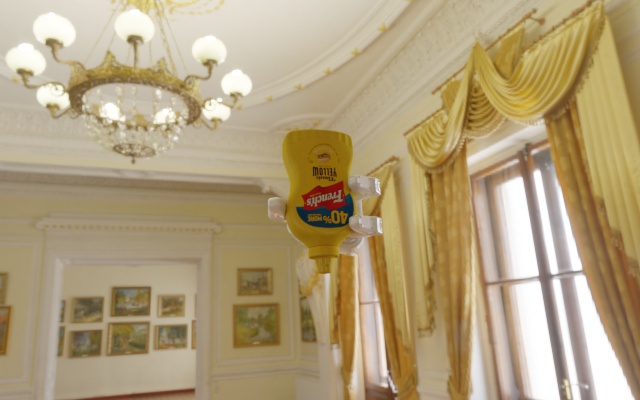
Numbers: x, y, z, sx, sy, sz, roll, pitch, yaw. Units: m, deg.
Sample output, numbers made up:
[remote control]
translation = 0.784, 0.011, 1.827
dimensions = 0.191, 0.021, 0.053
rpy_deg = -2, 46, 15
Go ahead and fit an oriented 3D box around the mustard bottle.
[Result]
[mustard bottle]
translation = 0.000, 0.002, 0.642
dimensions = 0.096, 0.191, 0.058
rpy_deg = 2, -16, -18
